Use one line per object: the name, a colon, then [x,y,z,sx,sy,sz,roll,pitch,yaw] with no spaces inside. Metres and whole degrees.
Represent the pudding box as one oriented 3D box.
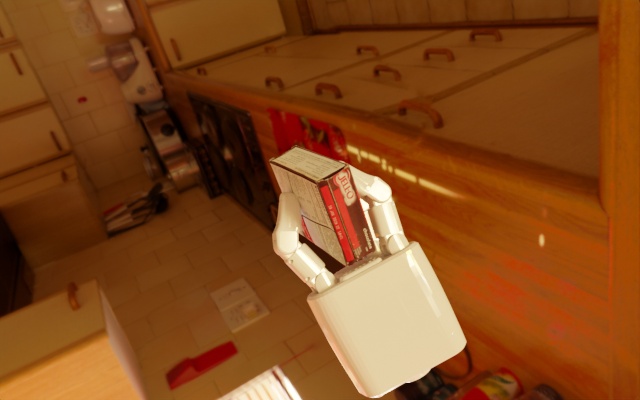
pudding box: [0.000,0.002,0.457,0.039,0.090,0.113,-29,26,-20]
